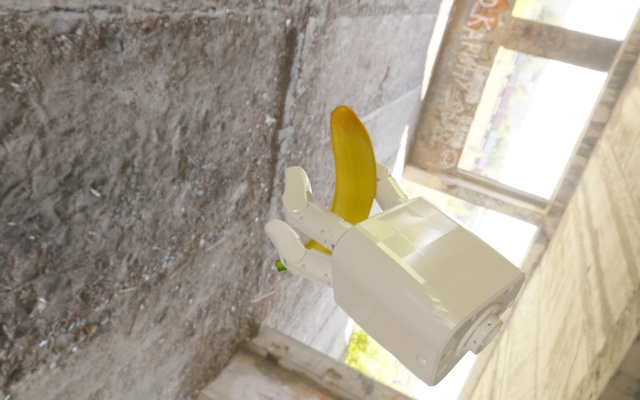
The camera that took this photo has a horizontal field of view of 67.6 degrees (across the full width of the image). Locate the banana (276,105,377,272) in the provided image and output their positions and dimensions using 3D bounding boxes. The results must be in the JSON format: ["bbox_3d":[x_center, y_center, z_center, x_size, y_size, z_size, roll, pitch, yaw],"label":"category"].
[{"bbox_3d":[0.016,0.005,0.443,0.069,0.198,0.037,2,39,-25],"label":"banana"}]
